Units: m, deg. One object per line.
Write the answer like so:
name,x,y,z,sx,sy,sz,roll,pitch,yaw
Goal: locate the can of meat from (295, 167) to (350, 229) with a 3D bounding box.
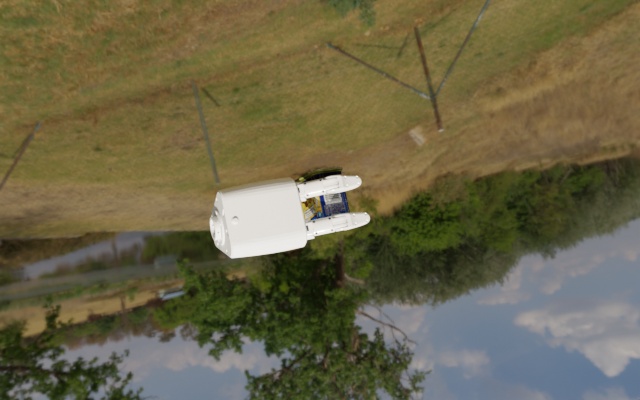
can of meat,0.000,0.003,0.729,0.057,0.084,0.102,-8,-8,-29
